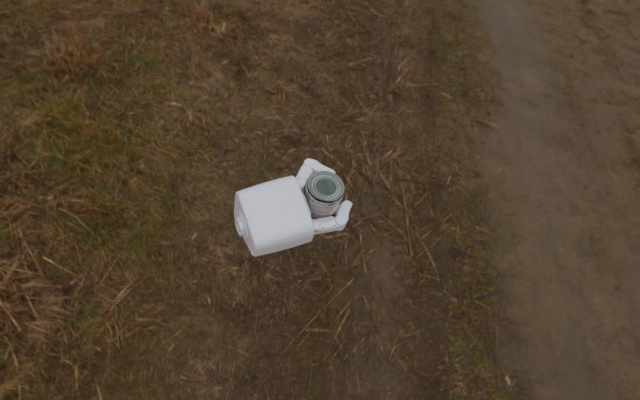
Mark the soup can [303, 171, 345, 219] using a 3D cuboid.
[{"bbox_3d":[0.001,0.003,0.851,0.068,0.068,0.102,0,-34,-12],"label":"soup can"}]
